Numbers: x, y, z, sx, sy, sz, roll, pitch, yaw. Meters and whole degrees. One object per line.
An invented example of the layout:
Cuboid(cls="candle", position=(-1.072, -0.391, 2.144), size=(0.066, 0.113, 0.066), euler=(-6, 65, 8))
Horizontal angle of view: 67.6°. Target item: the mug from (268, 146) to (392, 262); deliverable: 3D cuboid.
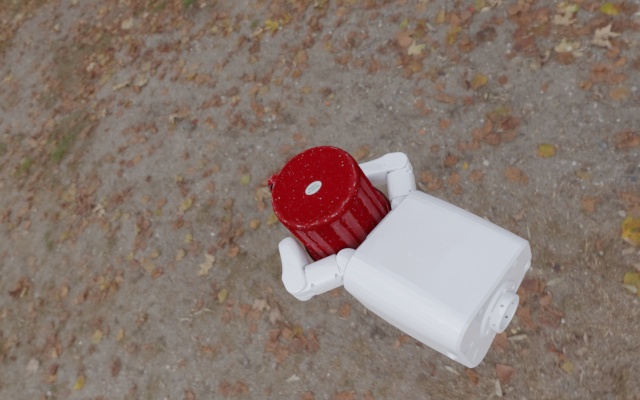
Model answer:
Cuboid(cls="mug", position=(-0.001, 0.001, 0.432), size=(0.117, 0.093, 0.081), euler=(23, -16, 35))
